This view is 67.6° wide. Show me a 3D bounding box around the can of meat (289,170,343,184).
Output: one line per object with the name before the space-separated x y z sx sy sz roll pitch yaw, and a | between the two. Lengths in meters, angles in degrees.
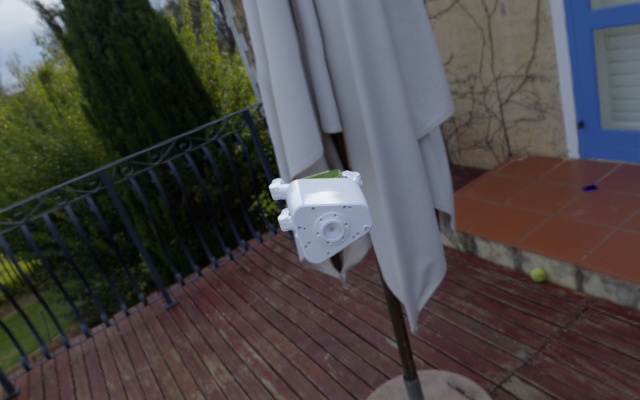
can of meat | 0.000 0.002 0.799 0.102 0.084 0.057 -17 21 3
